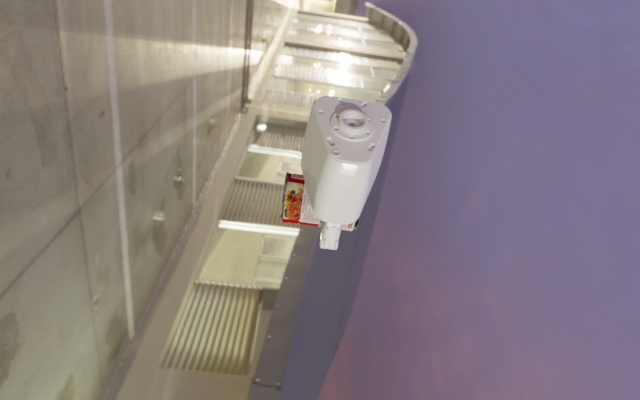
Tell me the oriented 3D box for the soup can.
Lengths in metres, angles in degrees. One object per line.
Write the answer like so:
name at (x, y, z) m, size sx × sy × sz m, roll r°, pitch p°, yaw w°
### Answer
soup can at (0.000, 0.003, 0.640) m, size 0.102 × 0.068 × 0.068 m, roll 7°, pitch -1°, yaw -3°
